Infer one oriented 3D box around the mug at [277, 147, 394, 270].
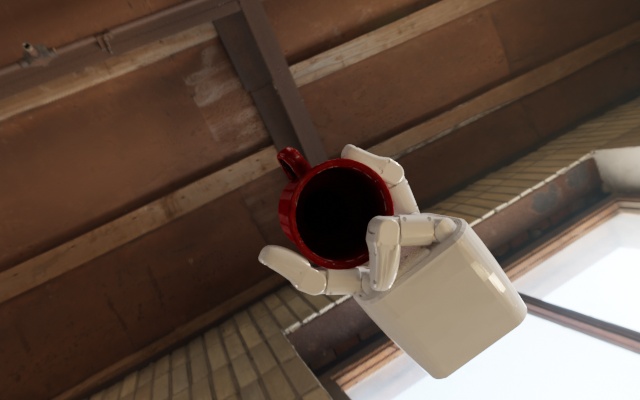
[{"bbox_3d":[-0.001,0.000,0.432,0.093,0.117,0.081,-43,12,-10],"label":"mug"}]
